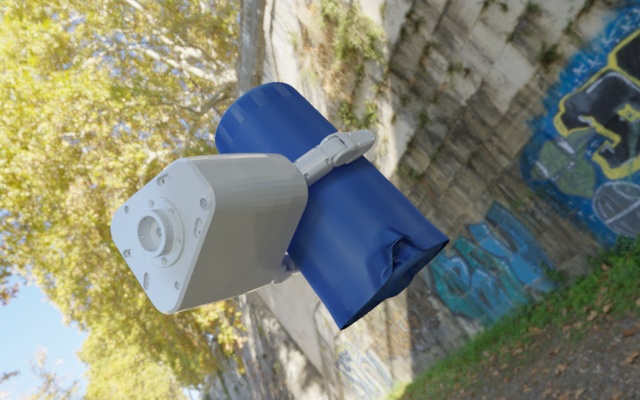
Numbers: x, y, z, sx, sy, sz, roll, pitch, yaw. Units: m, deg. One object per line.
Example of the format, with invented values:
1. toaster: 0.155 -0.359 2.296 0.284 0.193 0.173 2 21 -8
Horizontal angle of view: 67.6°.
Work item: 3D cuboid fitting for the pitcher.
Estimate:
1. pitcher: 0.000 0.002 0.492 0.149 0.242 0.145 -50 -20 28
